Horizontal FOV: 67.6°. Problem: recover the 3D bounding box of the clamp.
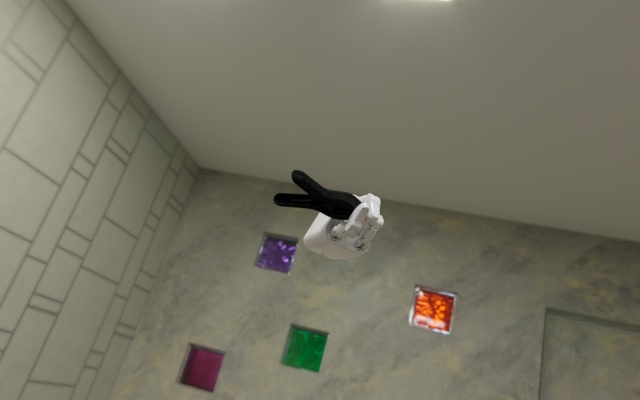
[{"bbox_3d":[0.000,0.002,0.860,0.171,0.039,0.120,25,-24,-22],"label":"clamp"}]
